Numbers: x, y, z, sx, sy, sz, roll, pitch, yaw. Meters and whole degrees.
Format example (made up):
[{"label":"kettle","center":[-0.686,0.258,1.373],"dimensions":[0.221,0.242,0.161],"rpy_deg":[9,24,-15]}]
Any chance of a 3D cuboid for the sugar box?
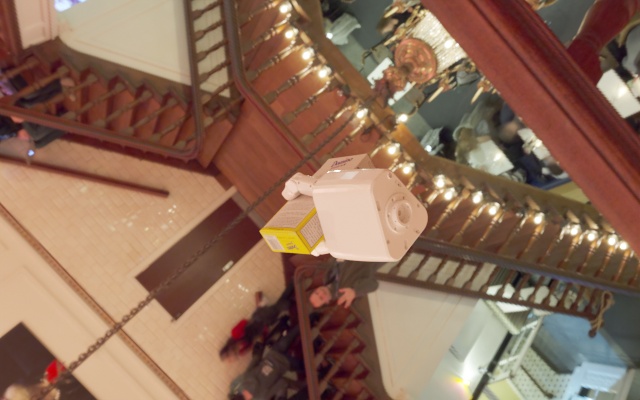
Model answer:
[{"label":"sugar box","center":[0.000,0.003,0.696],"dimensions":[0.093,0.048,0.176],"rpy_deg":[-2,35,51]}]
